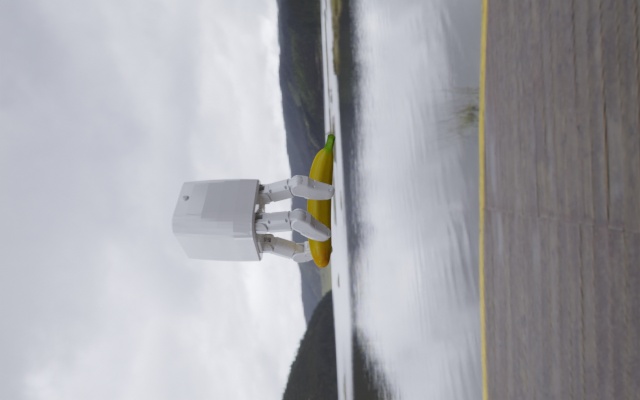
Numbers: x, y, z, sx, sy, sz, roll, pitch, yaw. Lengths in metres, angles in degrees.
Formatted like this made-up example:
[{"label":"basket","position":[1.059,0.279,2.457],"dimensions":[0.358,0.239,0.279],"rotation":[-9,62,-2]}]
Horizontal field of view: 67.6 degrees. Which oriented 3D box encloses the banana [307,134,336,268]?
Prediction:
[{"label":"banana","position":[-0.001,0.006,0.687],"dimensions":[0.037,0.197,0.070],"rotation":[3,-21,-2]}]
